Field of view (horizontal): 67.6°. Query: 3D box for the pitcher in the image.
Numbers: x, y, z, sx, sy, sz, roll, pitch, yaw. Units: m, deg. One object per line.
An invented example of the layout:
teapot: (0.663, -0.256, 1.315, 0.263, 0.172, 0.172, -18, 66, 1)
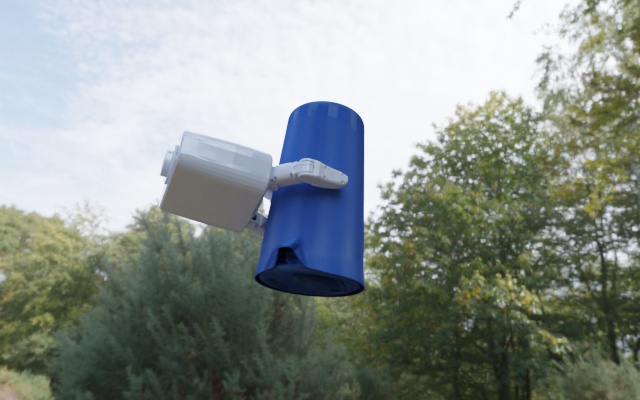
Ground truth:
pitcher: (0.000, 0.002, 0.629, 0.145, 0.242, 0.149, 16, -25, -20)
